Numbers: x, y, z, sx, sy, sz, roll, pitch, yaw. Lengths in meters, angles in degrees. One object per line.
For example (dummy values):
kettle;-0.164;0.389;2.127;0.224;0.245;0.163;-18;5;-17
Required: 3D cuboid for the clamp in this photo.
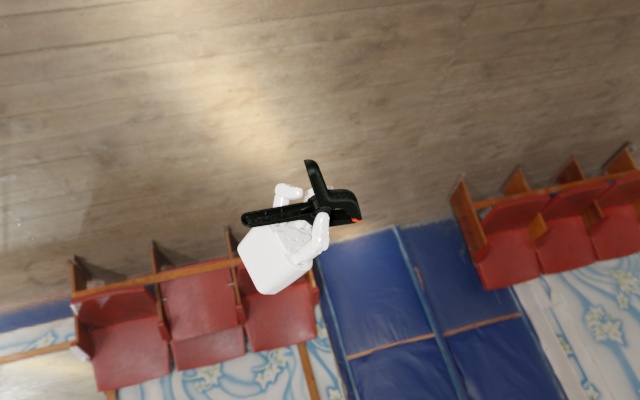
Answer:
clamp;0.001;0.003;0.763;0.210;0.036;0.165;9;-39;-40
